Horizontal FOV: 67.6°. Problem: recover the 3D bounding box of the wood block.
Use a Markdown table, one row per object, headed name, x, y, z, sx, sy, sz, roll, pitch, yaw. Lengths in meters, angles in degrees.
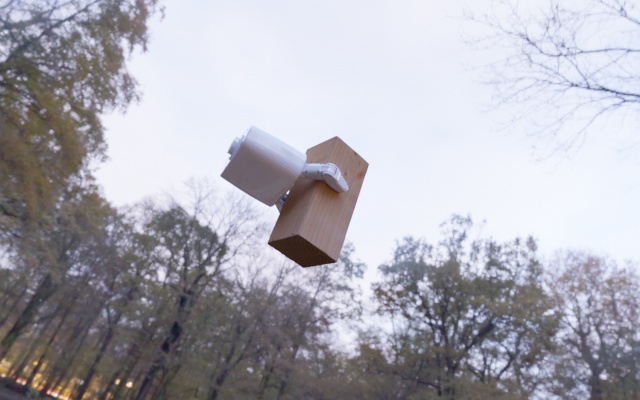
| name | x | y | z | sx | sy | sz | roll | pitch | yaw |
| --- | --- | --- | --- | --- | --- | --- | --- | --- | --- |
| wood block | 0.000 | 0.002 | 0.828 | 0.090 | 0.206 | 0.091 | 38 | -34 | -28 |
